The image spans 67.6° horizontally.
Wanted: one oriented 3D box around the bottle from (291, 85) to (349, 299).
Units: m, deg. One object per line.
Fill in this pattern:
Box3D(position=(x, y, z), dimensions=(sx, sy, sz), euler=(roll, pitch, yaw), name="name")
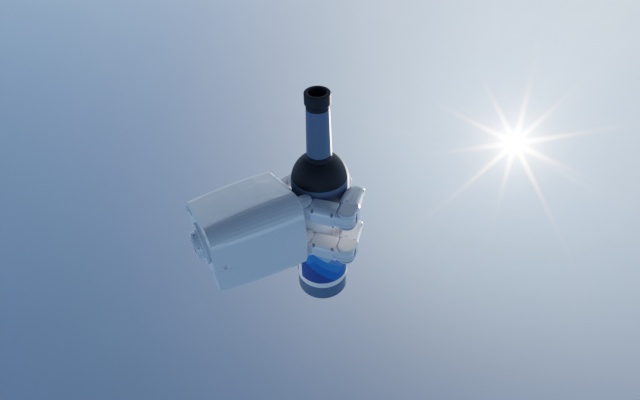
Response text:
Box3D(position=(0.000, 0.002, 0.567), dimensions=(0.069, 0.296, 0.069), euler=(-1, 43, 1), name="bottle")
